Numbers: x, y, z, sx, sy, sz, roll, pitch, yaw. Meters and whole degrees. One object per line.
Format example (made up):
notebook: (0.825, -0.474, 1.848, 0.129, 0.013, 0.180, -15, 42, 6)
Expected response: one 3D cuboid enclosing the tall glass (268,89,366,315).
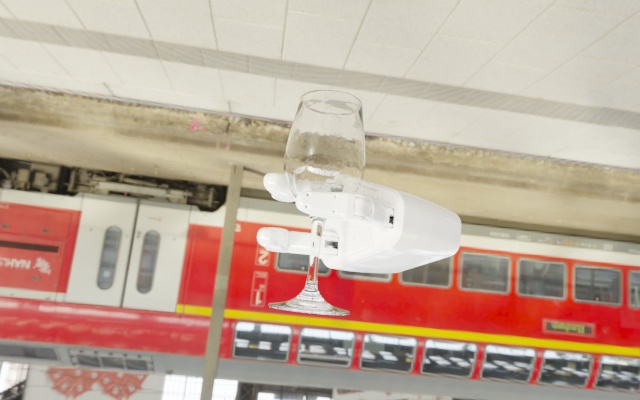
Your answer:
tall glass: (0.000, 0.002, 0.449, 0.079, 0.201, 0.079, 6, -9, 1)
